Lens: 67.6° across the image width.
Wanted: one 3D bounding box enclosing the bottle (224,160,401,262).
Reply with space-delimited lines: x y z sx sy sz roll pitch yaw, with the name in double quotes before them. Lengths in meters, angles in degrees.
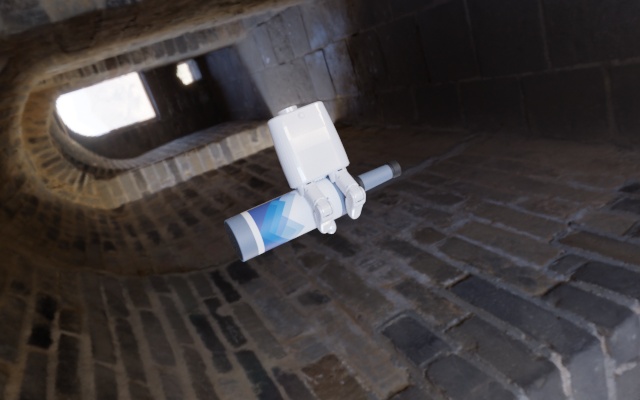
"bottle" 0.000 0.003 0.744 0.295 0.069 0.069 -24 8 -20
